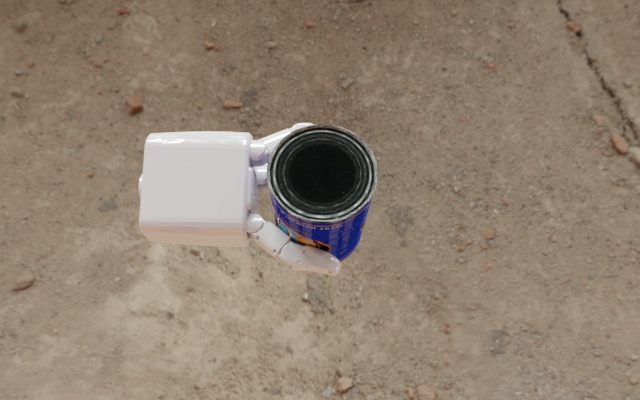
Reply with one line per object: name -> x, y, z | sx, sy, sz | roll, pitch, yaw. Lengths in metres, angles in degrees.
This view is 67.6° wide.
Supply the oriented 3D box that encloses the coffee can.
coffee can -> 0.000, 0.002, 0.499 | 0.103, 0.102, 0.140 | 0, -24, -2
